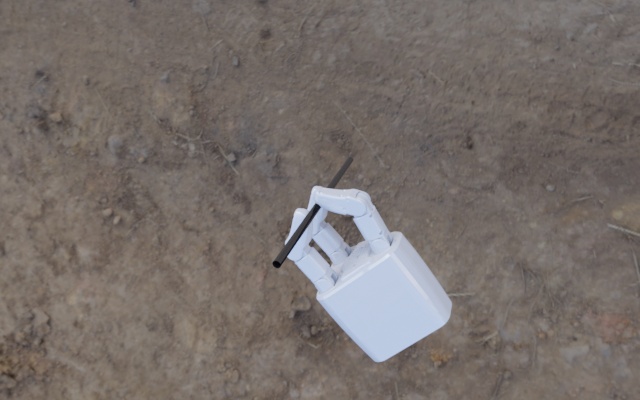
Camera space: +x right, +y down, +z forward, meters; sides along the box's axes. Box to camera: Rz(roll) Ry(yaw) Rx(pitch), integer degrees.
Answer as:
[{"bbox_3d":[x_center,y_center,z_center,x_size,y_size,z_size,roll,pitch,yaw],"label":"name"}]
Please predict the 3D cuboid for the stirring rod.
[{"bbox_3d":[0.000,0.002,0.520,0.011,0.011,0.239,0,27,21],"label":"stirring rod"}]
